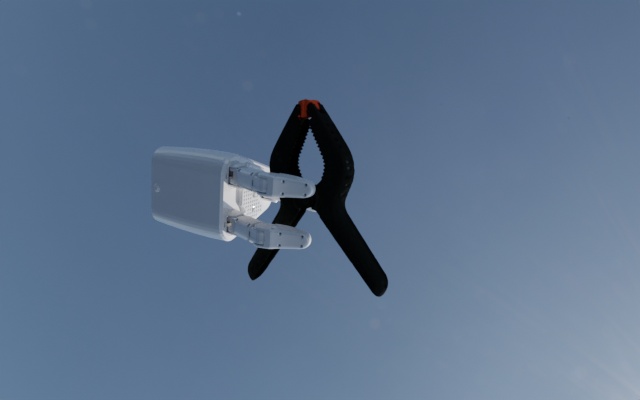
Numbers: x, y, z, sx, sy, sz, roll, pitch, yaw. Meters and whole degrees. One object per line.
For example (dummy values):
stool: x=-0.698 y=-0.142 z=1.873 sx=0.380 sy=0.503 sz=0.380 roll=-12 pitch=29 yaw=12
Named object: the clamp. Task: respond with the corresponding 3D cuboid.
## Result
clamp: x=0.000 y=0.001 z=0.506 sx=0.164 sy=0.210 sz=0.036 roll=10 pitch=13 yaw=21
